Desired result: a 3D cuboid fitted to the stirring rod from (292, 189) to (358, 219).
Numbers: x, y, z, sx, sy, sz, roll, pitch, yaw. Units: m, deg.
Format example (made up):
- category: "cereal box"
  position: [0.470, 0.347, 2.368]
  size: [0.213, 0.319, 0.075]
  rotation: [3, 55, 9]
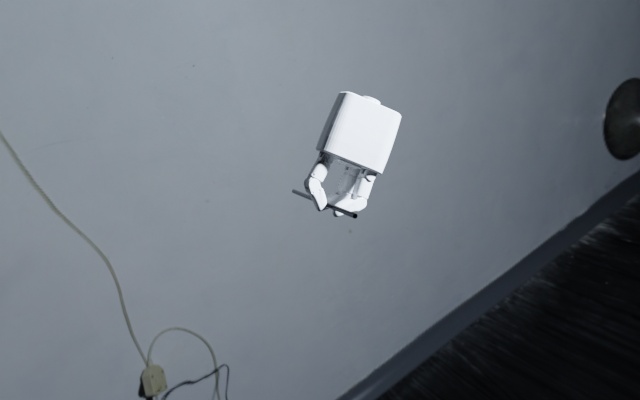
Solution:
- category: "stirring rod"
  position: [0.000, 0.003, 0.820]
  size: [0.011, 0.011, 0.239]
  rotation: [0, 10, -26]
